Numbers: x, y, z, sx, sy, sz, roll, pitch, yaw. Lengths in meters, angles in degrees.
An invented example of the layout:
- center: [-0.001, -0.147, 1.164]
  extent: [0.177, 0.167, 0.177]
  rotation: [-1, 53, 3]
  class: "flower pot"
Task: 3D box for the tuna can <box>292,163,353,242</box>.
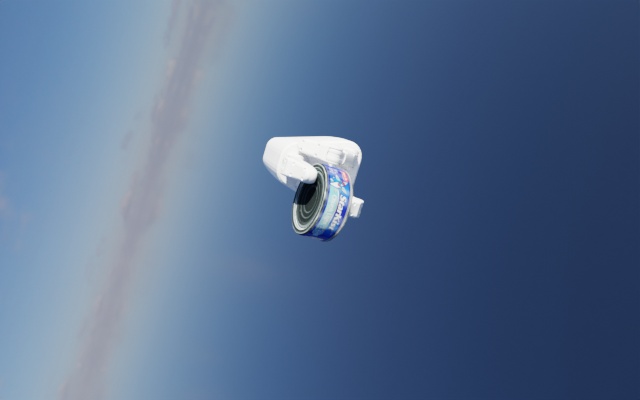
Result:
- center: [0.000, 0.002, 0.543]
  extent: [0.034, 0.086, 0.086]
  rotation: [17, -7, -25]
  class: "tuna can"
